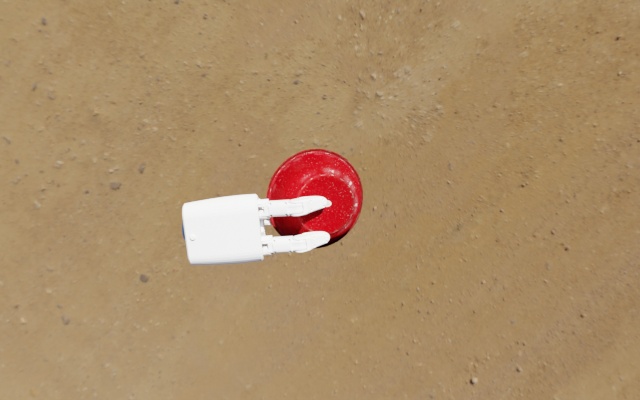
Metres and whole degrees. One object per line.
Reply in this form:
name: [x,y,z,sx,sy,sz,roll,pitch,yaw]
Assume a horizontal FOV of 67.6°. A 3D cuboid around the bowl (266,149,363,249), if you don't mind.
bowl: [0.001,0.002,0.739,0.162,0.162,0.055,0,9,-17]
